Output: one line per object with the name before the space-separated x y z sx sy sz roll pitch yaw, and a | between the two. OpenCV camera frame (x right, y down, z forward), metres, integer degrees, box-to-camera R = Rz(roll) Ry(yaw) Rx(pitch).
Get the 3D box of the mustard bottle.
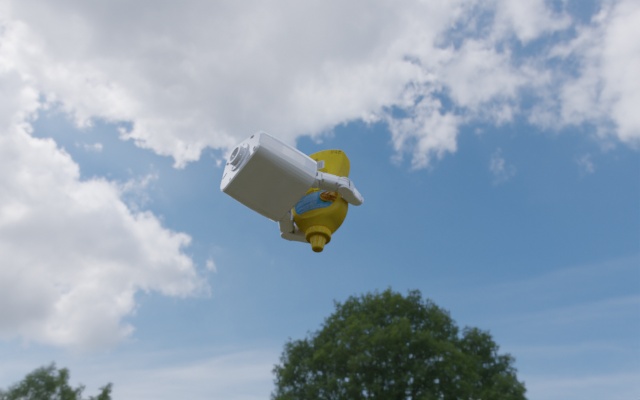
mustard bottle | 0.000 0.003 0.799 0.096 0.191 0.058 -15 -44 22
